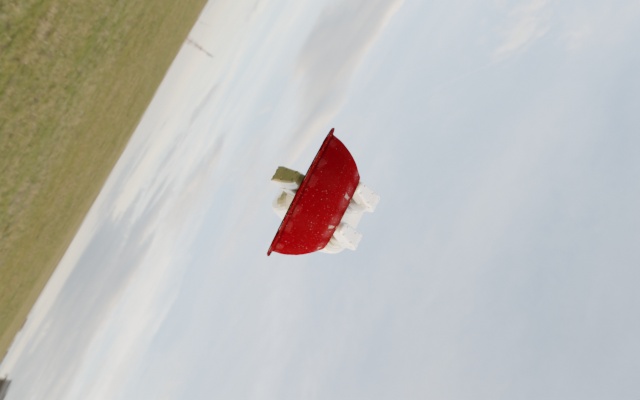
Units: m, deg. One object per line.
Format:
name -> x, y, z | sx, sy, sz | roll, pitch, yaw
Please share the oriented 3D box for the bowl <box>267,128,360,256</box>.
bowl -> 0.000, 0.002, 0.537 | 0.055, 0.162, 0.162 | 27, 0, 0
